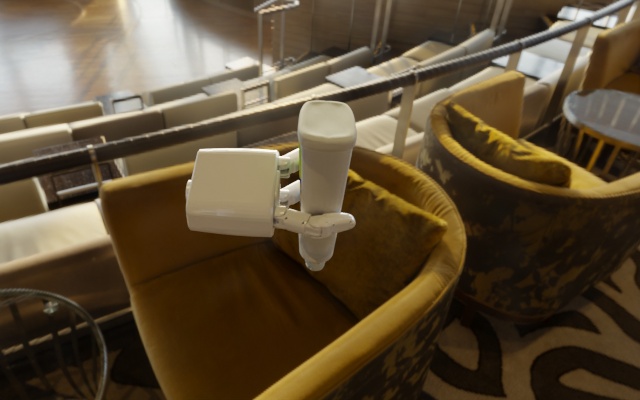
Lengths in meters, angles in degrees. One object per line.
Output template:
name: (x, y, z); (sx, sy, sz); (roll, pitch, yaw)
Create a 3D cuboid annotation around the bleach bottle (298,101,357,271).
bleach bottle: (0.000, 0.002, 0.632); (0.068, 0.251, 0.102); (3, 38, -3)
